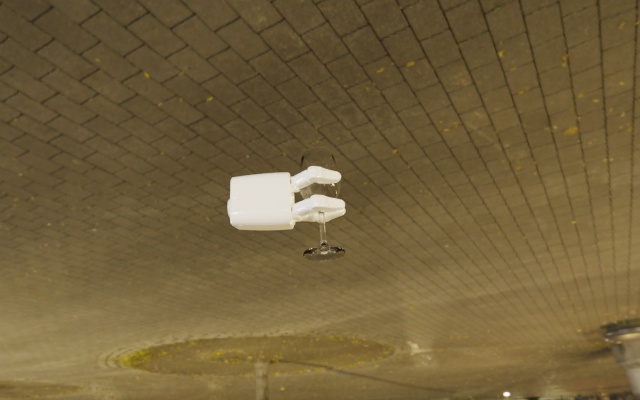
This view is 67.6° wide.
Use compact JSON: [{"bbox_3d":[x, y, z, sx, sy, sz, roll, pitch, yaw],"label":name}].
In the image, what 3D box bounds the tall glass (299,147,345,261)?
[{"bbox_3d":[0.000,0.003,0.868,0.079,0.201,0.079,-3,-25,-1],"label":"tall glass"}]
